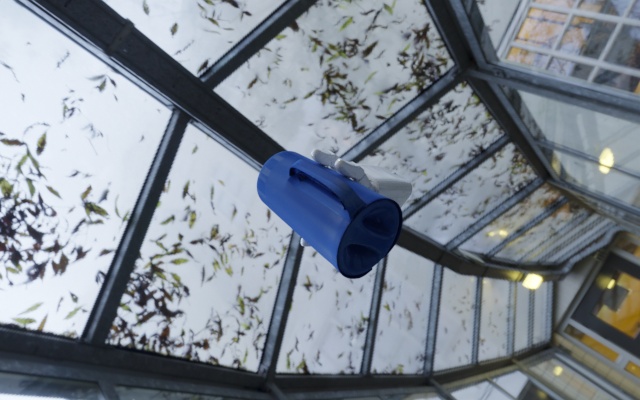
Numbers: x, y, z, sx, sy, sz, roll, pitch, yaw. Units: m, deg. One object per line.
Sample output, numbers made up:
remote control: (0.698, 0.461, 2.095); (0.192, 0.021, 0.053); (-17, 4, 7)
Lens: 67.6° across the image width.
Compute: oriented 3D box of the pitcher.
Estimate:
pitcher: (0.000, 0.003, 0.765); (0.145, 0.149, 0.242); (-3, 27, -43)
